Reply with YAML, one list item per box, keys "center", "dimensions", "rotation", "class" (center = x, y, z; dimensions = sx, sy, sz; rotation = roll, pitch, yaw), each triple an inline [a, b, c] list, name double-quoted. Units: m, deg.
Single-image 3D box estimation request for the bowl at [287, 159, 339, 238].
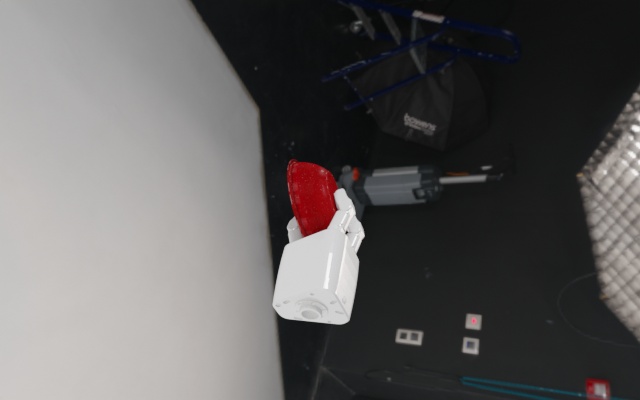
- center: [0.000, 0.001, 0.790]
  dimensions: [0.055, 0.162, 0.162]
  rotation: [-16, -4, 12]
  class: "bowl"
